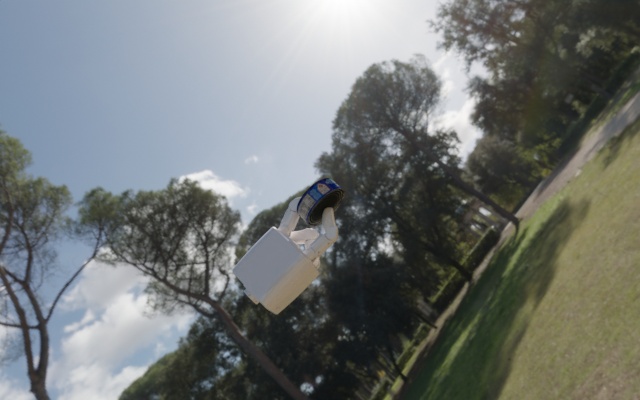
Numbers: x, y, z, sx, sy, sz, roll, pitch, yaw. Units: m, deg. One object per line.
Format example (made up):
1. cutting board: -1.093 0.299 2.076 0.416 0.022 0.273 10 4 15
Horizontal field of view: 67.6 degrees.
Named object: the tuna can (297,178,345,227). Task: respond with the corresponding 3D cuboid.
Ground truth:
1. tuna can: 0.000 0.002 0.826 0.033 0.086 0.086 44 20 22
